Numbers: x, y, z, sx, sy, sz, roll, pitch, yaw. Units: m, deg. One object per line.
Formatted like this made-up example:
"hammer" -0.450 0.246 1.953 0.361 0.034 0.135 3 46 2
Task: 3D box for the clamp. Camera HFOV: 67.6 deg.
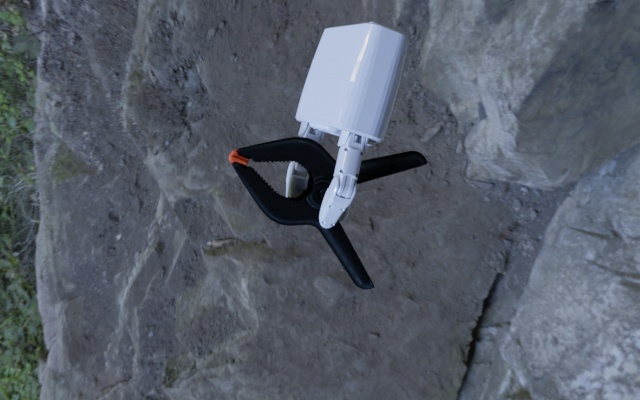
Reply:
"clamp" 0.000 0.001 0.512 0.210 0.164 0.036 15 3 -16
